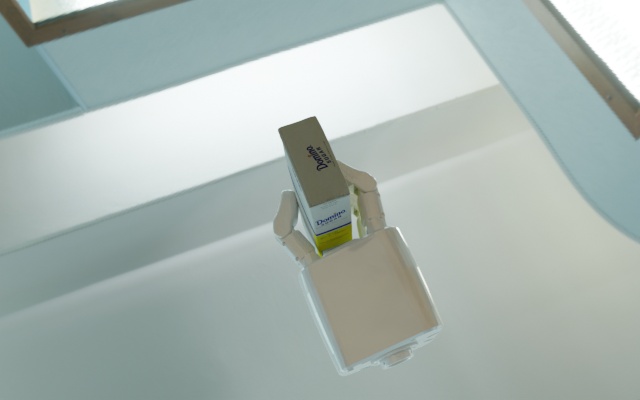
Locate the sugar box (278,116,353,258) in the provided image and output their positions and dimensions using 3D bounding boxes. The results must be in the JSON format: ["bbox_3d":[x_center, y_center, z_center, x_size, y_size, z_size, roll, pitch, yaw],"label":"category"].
[{"bbox_3d":[0.001,0.002,0.504,0.048,0.093,0.176,-19,-26,-7],"label":"sugar box"}]
